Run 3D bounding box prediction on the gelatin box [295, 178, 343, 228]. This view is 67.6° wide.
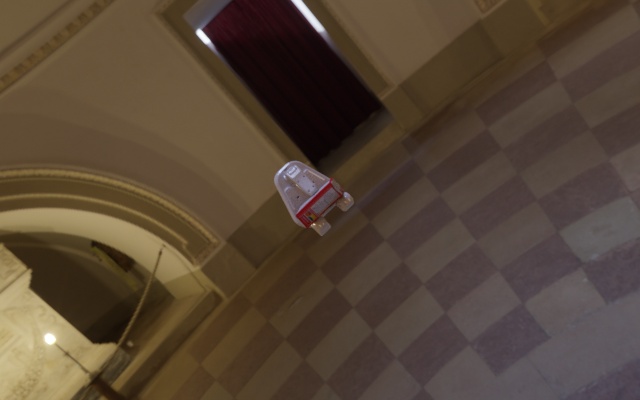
[{"bbox_3d":[0.000,0.002,0.738,0.073,0.030,0.089,-43,3,7],"label":"gelatin box"}]
